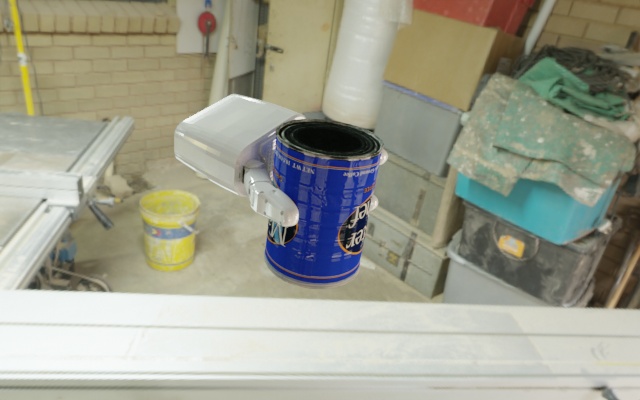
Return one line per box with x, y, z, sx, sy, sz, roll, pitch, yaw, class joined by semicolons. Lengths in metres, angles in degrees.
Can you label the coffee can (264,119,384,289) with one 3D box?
0.000;0.002;0.477;0.103;0.140;0.102;7;27;-3;coffee can
